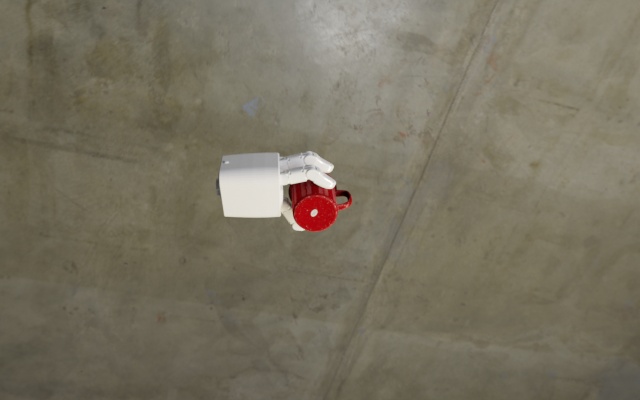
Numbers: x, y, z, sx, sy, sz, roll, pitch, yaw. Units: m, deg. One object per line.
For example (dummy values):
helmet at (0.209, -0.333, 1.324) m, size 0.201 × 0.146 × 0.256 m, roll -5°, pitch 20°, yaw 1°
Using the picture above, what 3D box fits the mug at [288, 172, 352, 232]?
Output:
mug at (0.002, 0.003, 0.879) m, size 0.117 × 0.093 × 0.081 m, roll -3°, pitch 32°, yaw -3°
